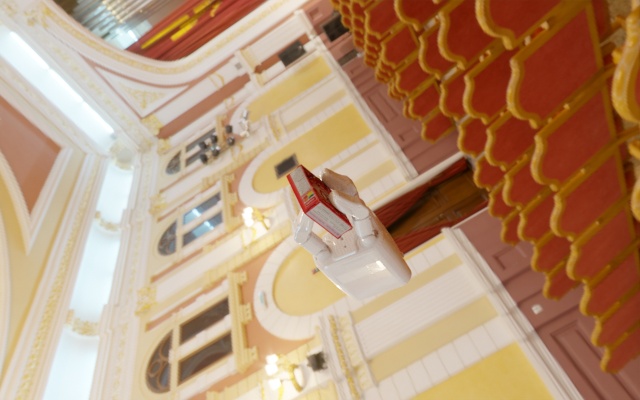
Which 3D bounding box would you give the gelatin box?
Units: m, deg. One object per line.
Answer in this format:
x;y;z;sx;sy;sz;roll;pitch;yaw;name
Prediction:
0.000;0.002;0.636;0.030;0.073;0.089;-38;-41;12;gelatin box
